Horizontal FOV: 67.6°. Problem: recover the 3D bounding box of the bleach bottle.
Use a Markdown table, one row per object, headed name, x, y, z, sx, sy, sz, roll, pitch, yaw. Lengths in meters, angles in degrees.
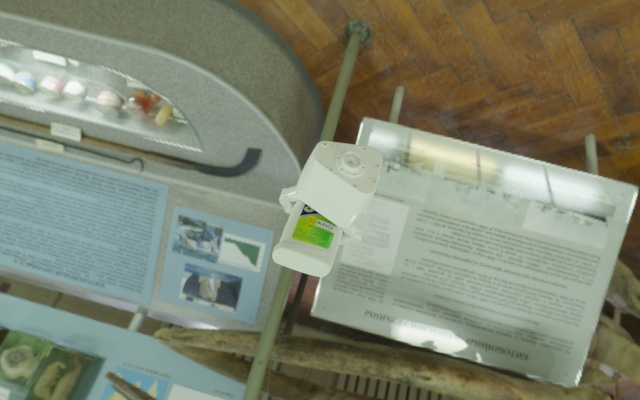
| name | x | y | z | sx | sy | sz | roll | pitch | yaw |
| --- | --- | --- | --- | --- | --- | --- | --- | --- | --- |
| bleach bottle | 0.000 | 0.003 | 0.841 | 0.102 | 0.250 | 0.068 | 20 | -32 | -5 |
